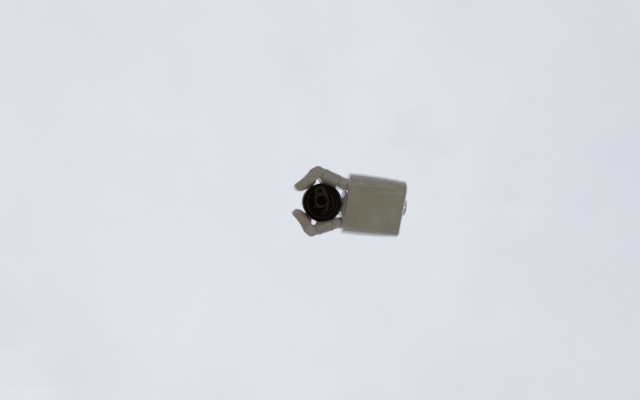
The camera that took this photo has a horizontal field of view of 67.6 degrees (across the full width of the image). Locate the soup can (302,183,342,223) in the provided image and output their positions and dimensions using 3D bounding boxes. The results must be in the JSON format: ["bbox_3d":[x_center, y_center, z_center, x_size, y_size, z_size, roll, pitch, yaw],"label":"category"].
[{"bbox_3d":[0.000,0.003,0.863,0.068,0.068,0.102,0,1,-4],"label":"soup can"}]
